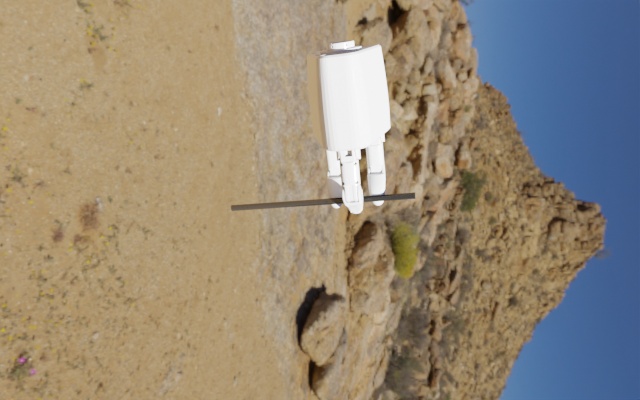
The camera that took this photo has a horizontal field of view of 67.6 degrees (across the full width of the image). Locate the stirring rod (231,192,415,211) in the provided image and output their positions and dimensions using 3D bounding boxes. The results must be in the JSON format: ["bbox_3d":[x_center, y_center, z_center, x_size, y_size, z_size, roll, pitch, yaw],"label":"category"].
[{"bbox_3d":[0.000,0.002,0.617,0.239,0.011,0.011,-4,-1,10],"label":"stirring rod"}]
